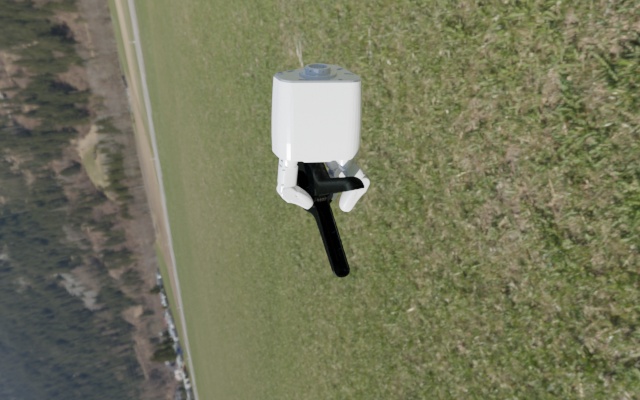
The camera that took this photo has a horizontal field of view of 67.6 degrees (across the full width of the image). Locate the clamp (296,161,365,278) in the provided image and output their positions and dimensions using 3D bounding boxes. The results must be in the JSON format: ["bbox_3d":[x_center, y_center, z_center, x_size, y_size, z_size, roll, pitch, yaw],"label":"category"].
[{"bbox_3d":[-0.001,0.002,0.712,0.036,0.165,0.210,-10,31,-24],"label":"clamp"}]
